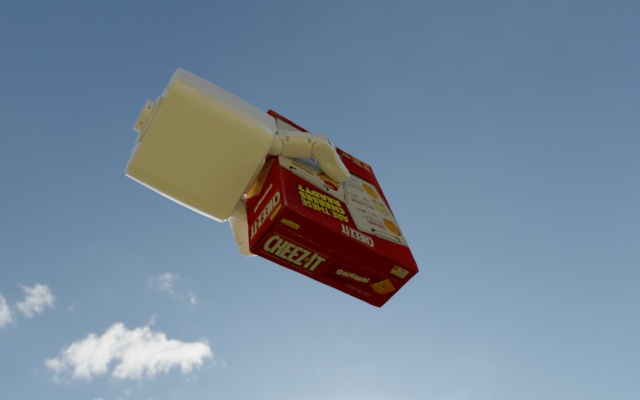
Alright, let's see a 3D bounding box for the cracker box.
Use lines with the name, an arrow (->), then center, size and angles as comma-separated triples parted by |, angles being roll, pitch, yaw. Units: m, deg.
cracker box -> 0.000, 0.002, 0.539 | 0.164, 0.072, 0.213 | 27, 26, -25
